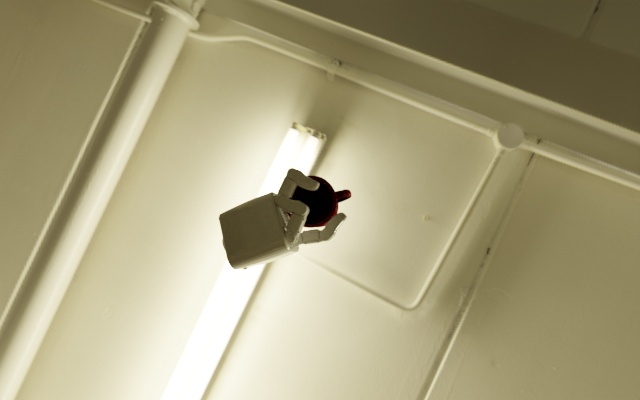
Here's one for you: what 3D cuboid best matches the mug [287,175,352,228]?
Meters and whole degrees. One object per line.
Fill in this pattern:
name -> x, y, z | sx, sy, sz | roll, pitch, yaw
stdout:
mug -> 0.002, 0.002, 0.872 | 0.117, 0.093, 0.081 | -19, -10, 6
